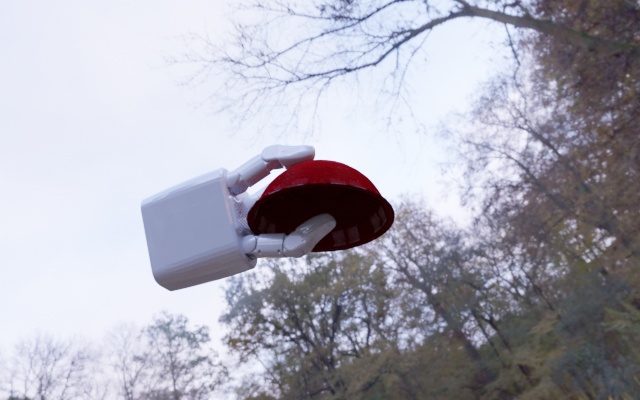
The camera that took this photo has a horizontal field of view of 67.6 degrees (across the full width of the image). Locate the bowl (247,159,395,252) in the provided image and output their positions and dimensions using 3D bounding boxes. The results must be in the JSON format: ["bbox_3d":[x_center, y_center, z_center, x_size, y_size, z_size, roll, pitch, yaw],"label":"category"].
[{"bbox_3d":[0.001,0.001,0.536,0.162,0.055,0.162,-1,-30,-1],"label":"bowl"}]
